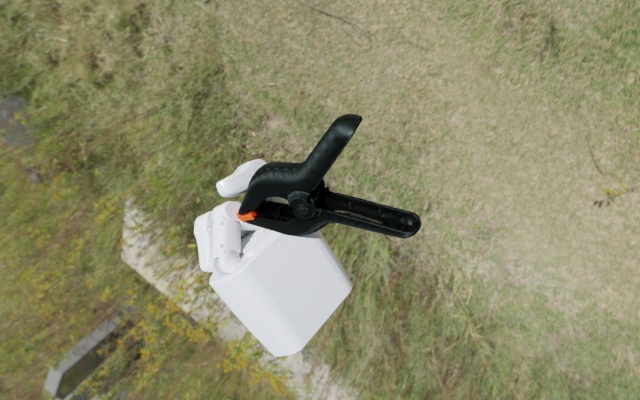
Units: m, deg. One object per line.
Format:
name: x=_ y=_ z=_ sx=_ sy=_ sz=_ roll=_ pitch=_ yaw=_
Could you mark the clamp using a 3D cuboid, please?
clamp: x=0.000 y=0.002 z=0.418 sx=0.171 sy=0.120 sz=0.039 roll=-20 pitch=25 yaw=43
